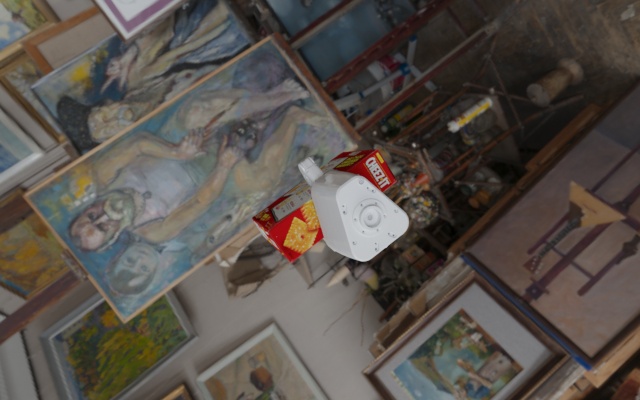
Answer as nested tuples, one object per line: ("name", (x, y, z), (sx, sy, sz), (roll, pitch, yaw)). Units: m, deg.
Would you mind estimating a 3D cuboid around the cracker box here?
("cracker box", (0.000, 0.003, 0.800), (0.213, 0.072, 0.164), (-36, 13, -11))
